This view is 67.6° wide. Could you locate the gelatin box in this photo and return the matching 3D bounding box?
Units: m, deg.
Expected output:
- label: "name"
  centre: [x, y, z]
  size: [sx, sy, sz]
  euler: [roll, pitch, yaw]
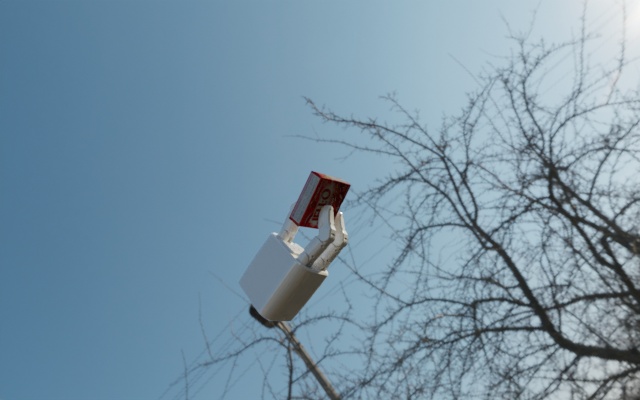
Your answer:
- label: "gelatin box"
  centre: [0.000, 0.002, 0.768]
  size: [0.073, 0.089, 0.030]
  euler: [12, 18, -46]
